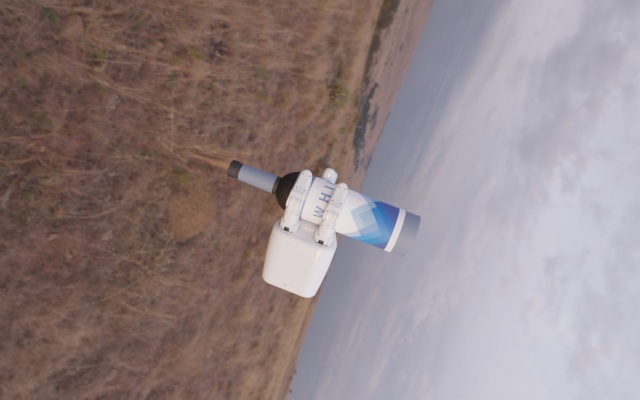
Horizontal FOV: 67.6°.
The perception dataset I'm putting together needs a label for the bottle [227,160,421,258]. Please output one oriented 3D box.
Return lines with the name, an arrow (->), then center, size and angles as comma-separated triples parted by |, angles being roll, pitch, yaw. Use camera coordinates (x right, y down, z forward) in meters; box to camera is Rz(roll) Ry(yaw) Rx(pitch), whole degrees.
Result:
bottle -> 0.000, 0.002, 0.721 | 0.295, 0.069, 0.069 | 21, 1, 3
